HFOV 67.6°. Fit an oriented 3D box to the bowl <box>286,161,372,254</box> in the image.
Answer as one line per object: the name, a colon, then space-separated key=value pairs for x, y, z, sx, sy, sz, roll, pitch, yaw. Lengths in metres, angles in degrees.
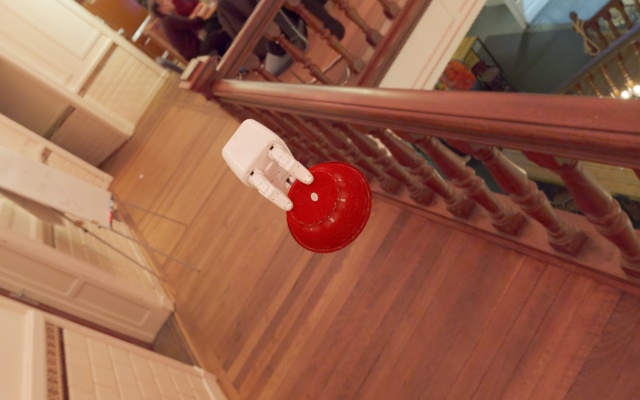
bowl: x=0.001 y=0.003 z=0.780 sx=0.162 sy=0.162 sz=0.055 roll=0 pitch=-17 yaw=29
